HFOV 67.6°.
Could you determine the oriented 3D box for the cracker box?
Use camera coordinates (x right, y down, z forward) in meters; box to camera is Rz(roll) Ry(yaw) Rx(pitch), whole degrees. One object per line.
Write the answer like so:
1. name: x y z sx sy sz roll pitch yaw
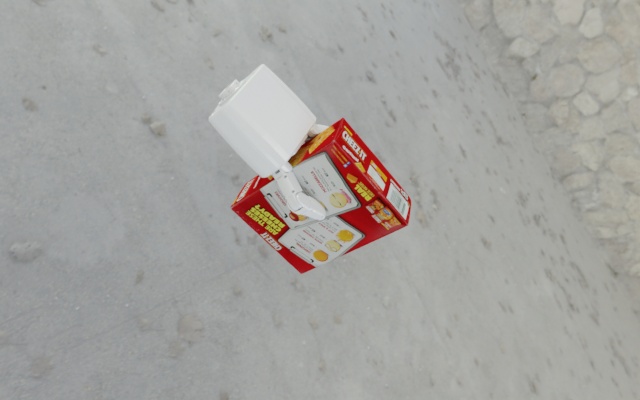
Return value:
1. cracker box: 0.000 0.002 0.705 0.214 0.164 0.072 -29 25 35
